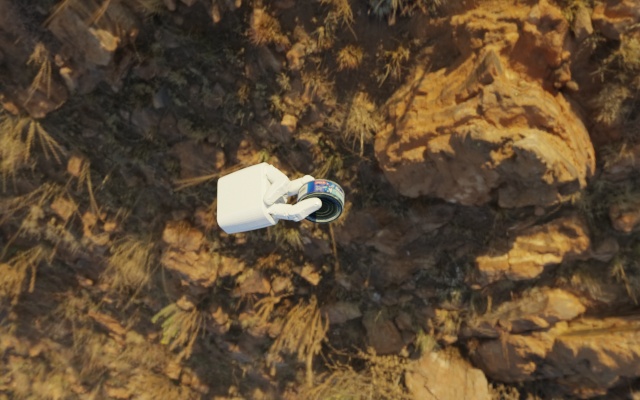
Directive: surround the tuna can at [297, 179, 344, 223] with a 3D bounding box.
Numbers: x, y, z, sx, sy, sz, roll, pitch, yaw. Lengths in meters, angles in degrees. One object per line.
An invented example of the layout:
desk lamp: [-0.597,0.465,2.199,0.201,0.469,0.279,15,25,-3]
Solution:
tuna can: [0.000,0.003,0.861,0.086,0.033,0.086,2,-42,2]
